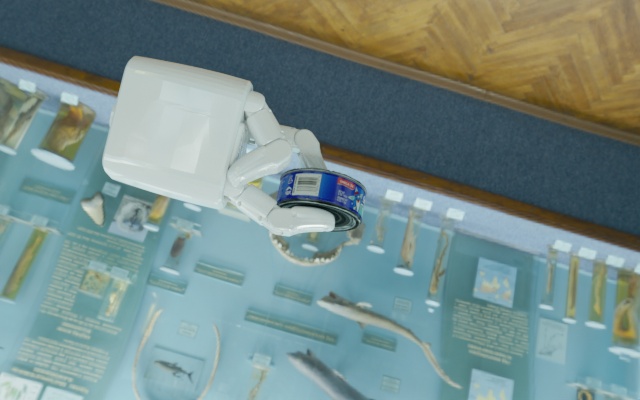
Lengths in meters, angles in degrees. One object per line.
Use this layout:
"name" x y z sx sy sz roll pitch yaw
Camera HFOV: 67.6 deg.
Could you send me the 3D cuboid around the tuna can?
"tuna can" 0.000 0.002 0.462 0.086 0.033 0.086 9 -20 3
